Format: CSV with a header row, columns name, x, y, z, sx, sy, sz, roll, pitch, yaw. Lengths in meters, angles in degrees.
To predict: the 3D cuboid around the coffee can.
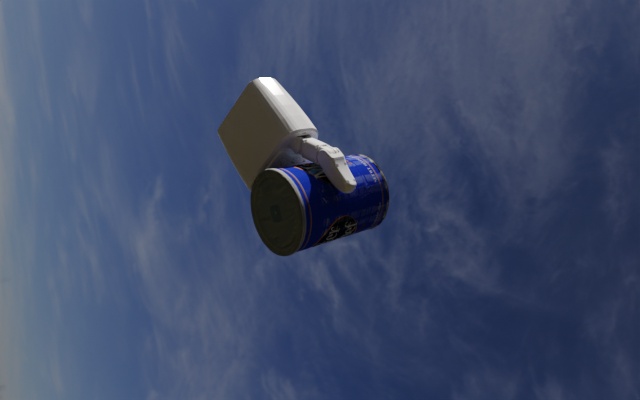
name,x,y,z,sx,sy,sz,roll,pitch,yaw
coffee can,0.000,0.002,0.591,0.140,0.103,0.103,-14,8,-38
